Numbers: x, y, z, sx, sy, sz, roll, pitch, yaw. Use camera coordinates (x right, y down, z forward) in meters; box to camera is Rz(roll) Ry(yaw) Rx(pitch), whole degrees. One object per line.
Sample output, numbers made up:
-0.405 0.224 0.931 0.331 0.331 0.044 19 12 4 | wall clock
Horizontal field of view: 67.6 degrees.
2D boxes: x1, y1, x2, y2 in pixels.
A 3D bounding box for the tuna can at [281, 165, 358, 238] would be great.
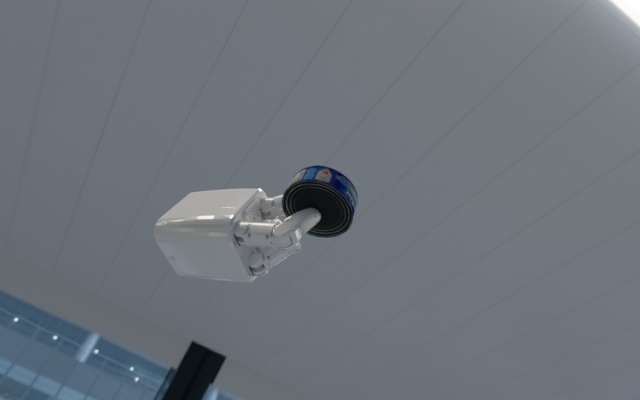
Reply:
0.000 0.001 0.560 0.086 0.086 0.033 0 40 21 | tuna can
